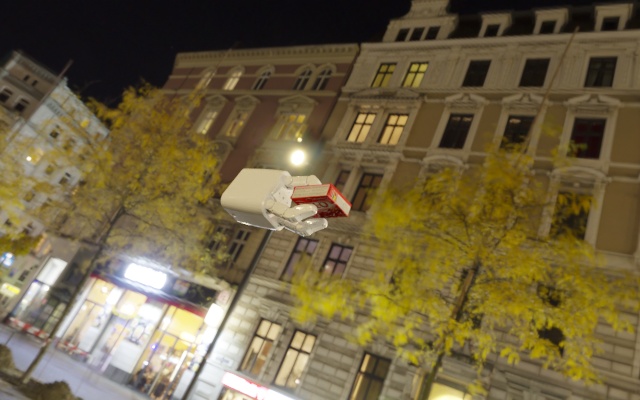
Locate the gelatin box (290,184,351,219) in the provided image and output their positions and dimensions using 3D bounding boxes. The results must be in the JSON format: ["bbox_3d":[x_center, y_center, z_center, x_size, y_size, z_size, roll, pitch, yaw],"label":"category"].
[{"bbox_3d":[0.001,0.002,0.879,0.089,0.030,0.073,-4,-35,37],"label":"gelatin box"}]
